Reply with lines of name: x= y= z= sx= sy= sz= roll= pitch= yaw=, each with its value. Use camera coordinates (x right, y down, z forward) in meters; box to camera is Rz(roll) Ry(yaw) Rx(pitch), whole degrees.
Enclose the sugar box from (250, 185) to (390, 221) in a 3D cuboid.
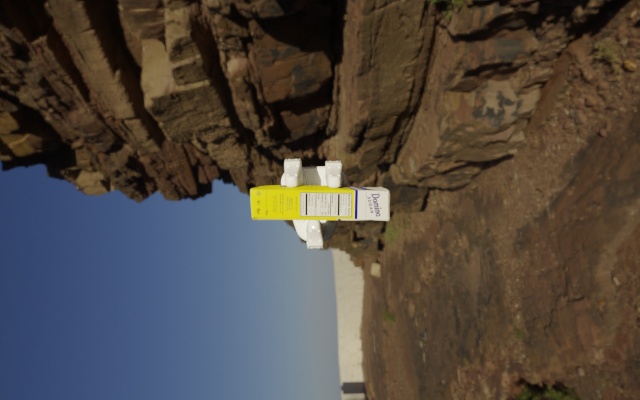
sugar box: x=0.000 y=0.002 z=0.641 sx=0.176 sy=0.048 sz=0.093 roll=-2 pitch=4 yaw=1
